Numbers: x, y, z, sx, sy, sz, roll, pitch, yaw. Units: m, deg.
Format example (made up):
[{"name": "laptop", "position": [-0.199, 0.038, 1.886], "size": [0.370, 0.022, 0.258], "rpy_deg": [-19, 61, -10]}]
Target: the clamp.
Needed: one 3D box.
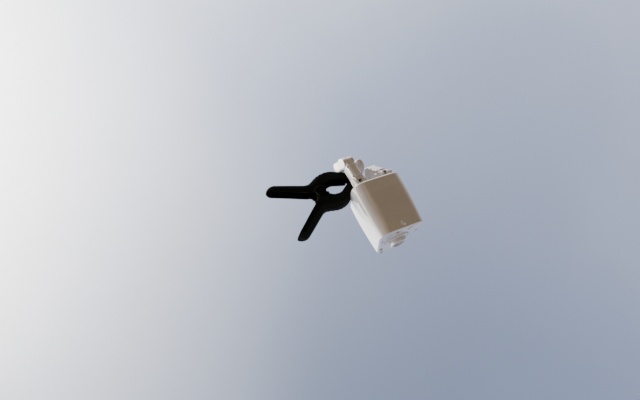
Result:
[{"name": "clamp", "position": [0.000, 0.003, 0.862], "size": [0.171, 0.120, 0.039], "rpy_deg": [-20, -22, -17]}]
